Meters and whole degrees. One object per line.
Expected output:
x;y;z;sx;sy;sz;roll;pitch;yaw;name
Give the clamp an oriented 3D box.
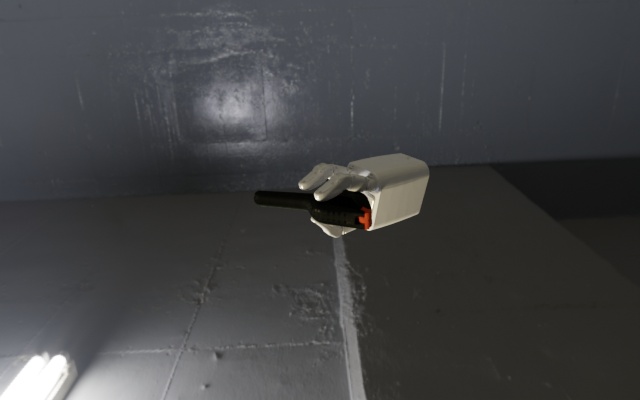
0.001;0.003;0.754;0.164;0.036;0.210;-16;25;-25;clamp
